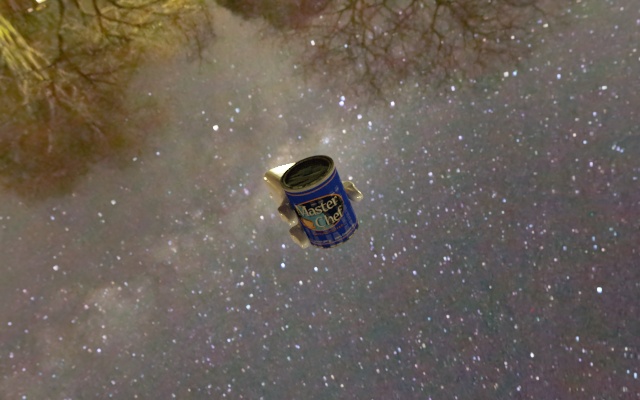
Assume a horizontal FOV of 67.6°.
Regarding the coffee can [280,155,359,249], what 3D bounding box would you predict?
[{"bbox_3d":[0.000,0.003,0.874,0.103,0.140,0.102,-17,33,12],"label":"coffee can"}]
